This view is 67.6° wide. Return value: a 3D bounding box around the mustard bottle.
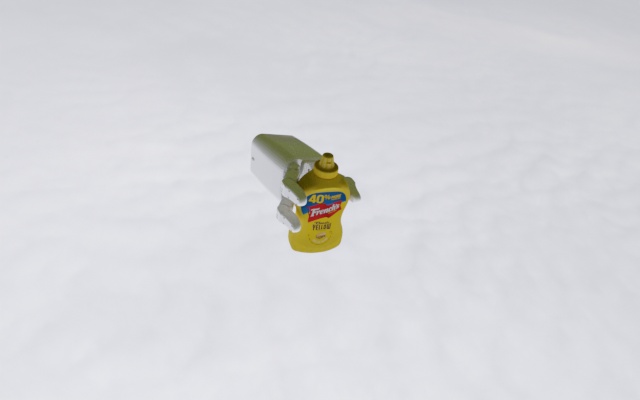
[{"bbox_3d":[0.000,0.003,0.816,0.096,0.192,0.058,-3,38,-16],"label":"mustard bottle"}]
